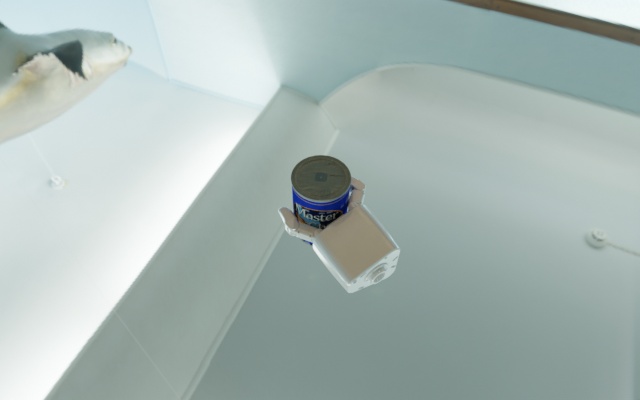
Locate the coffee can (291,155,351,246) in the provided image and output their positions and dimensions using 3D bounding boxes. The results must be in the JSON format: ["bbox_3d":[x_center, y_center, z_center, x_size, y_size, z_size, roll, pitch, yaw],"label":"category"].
[{"bbox_3d":[0.000,0.003,0.862,0.103,0.102,0.140,0,-38,-1],"label":"coffee can"}]
